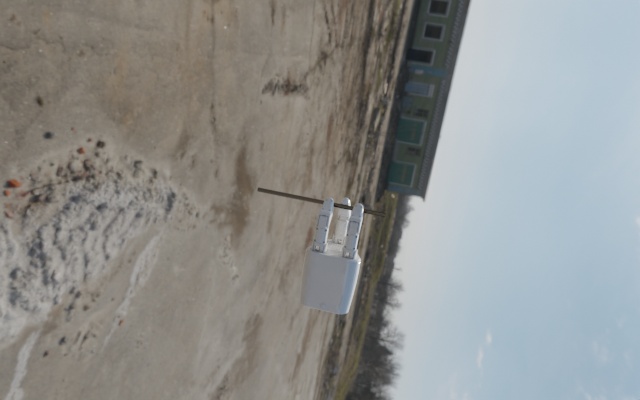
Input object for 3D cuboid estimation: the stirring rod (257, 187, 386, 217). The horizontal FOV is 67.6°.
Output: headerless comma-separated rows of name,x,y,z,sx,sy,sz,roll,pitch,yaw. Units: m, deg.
stirring rod,0.000,0.003,0.875,0.239,0.011,0.011,11,2,8
